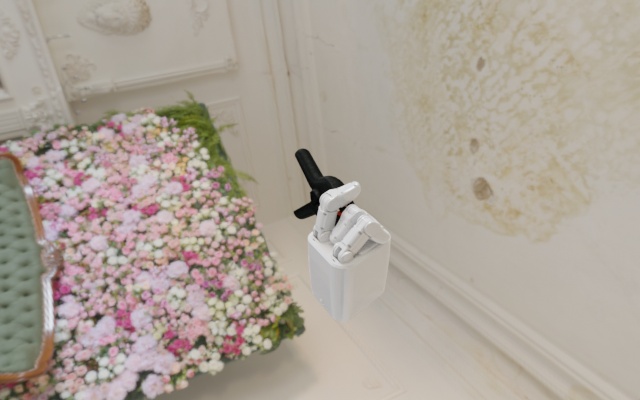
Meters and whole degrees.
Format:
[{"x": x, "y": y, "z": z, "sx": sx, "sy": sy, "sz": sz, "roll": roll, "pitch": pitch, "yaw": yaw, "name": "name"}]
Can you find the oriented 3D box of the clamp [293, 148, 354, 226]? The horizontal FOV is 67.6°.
[{"x": 0.001, "y": 0.002, "z": 0.743, "sx": 0.039, "sy": 0.120, "sz": 0.171, "roll": -13, "pitch": 33, "yaw": -23, "name": "clamp"}]
